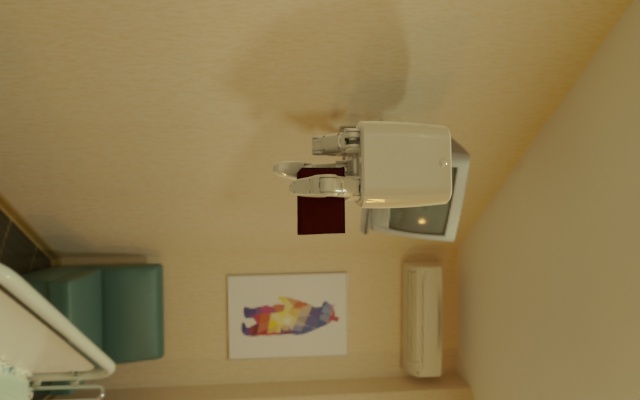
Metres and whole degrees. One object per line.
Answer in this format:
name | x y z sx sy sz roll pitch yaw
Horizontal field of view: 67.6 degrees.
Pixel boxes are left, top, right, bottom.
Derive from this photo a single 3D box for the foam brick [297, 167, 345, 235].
foam brick | 0.000 0.002 0.562 0.051 0.078 0.053 0 -3 -8
